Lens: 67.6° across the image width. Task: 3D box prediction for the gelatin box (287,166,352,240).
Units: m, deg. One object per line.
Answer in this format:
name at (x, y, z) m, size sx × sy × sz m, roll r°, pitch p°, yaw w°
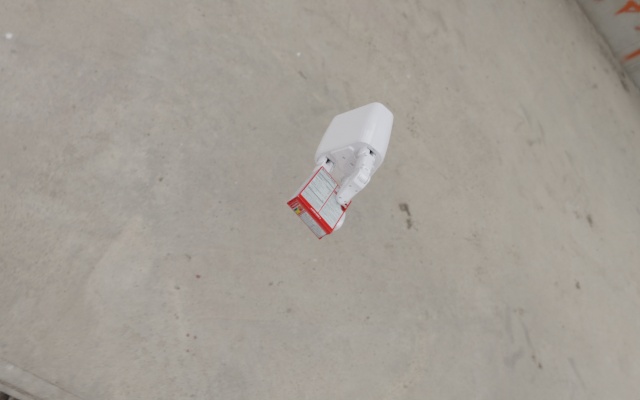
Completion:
gelatin box at (0.000, 0.002, 0.706) m, size 0.030 × 0.073 × 0.089 m, roll -32°, pitch 15°, yaw 40°
